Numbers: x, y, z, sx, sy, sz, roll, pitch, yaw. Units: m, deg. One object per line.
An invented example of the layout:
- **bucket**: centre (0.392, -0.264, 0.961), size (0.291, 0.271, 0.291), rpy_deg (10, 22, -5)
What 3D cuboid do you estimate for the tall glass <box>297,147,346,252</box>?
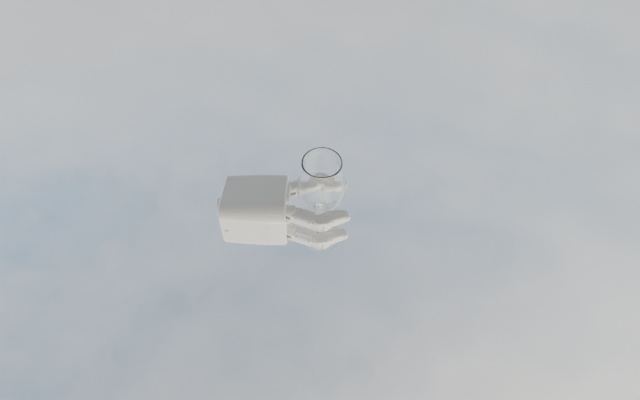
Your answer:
- **tall glass**: centre (0.000, 0.003, 0.790), size (0.079, 0.079, 0.201), rpy_deg (0, -37, -2)
